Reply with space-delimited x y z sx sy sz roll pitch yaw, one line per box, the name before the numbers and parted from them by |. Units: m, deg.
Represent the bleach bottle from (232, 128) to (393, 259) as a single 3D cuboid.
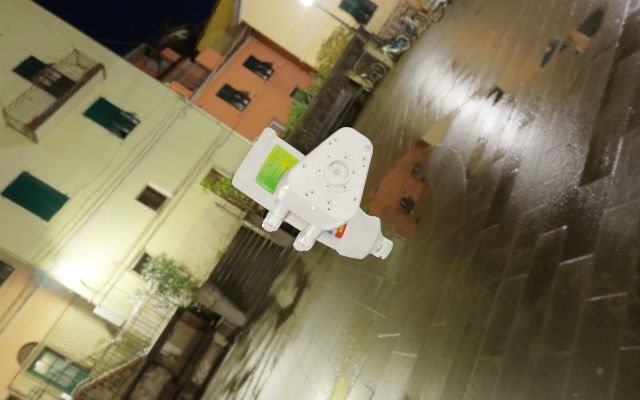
bleach bottle | 0.000 0.002 0.709 0.251 0.102 0.068 32 -12 -6
